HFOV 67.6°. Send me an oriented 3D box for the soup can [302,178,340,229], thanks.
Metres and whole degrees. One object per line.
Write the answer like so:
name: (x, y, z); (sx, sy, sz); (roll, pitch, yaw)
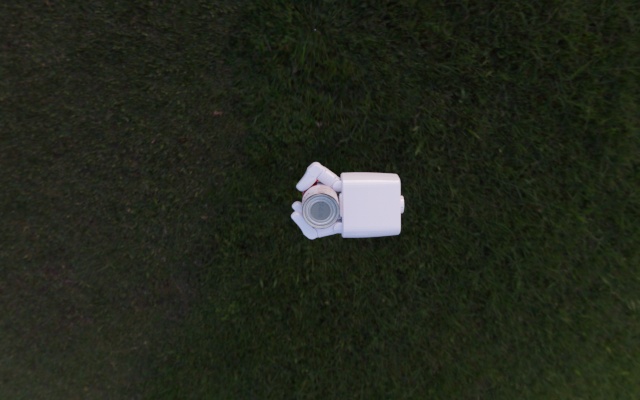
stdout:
soup can: (0.000, 0.003, 0.872); (0.068, 0.068, 0.102); (0, 20, -1)
